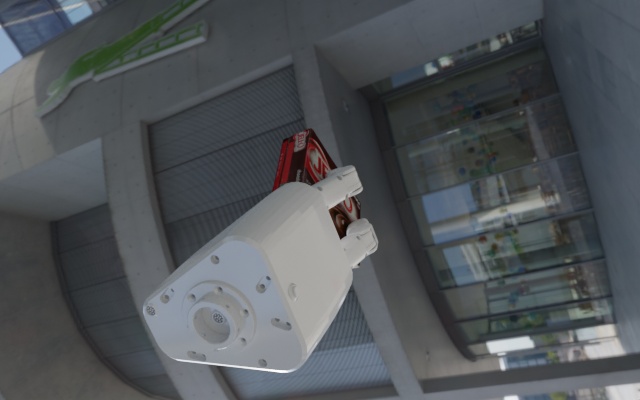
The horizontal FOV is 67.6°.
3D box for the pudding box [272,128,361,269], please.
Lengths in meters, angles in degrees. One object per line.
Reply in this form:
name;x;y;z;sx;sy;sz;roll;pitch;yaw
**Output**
pudding box;0.000;0.002;0.457;0.039;0.090;0.114;-17;-50;21
